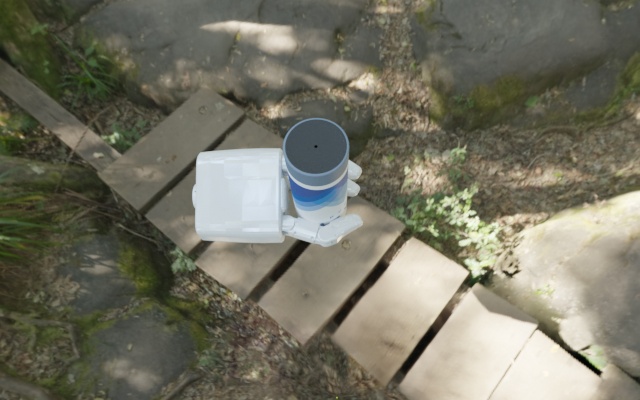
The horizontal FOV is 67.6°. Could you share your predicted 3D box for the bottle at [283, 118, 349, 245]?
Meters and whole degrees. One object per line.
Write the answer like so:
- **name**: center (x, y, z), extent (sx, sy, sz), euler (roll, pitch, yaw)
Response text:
- **bottle**: center (0.000, 0.002, 0.611), extent (0.069, 0.069, 0.296), euler (0, -22, 2)
